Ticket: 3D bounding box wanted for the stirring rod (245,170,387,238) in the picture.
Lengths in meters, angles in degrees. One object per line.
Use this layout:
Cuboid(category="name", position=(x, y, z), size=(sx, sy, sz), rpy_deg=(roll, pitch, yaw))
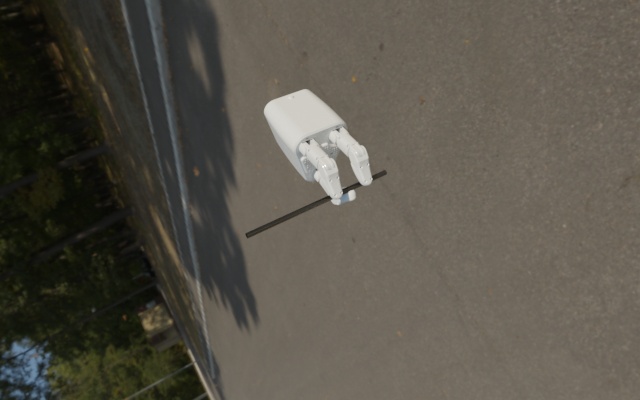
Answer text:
Cuboid(category="stirring rod", position=(0.000, 0.002, 0.699), size=(0.239, 0.011, 0.011), rpy_deg=(-25, 10, -22))
